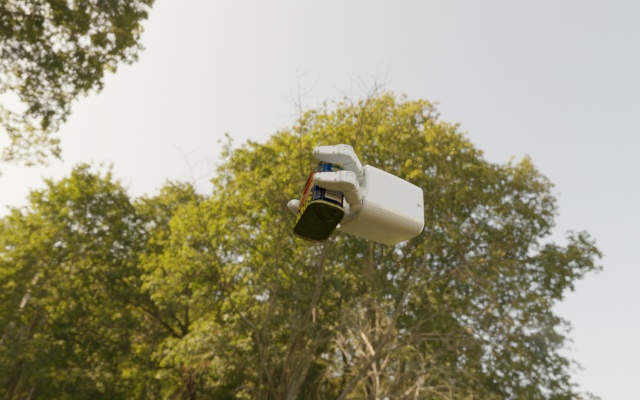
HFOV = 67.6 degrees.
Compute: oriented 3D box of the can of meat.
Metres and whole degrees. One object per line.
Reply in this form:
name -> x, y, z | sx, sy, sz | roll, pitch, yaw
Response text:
can of meat -> 0.000, 0.002, 0.736 | 0.057, 0.084, 0.102 | 18, -40, -13
